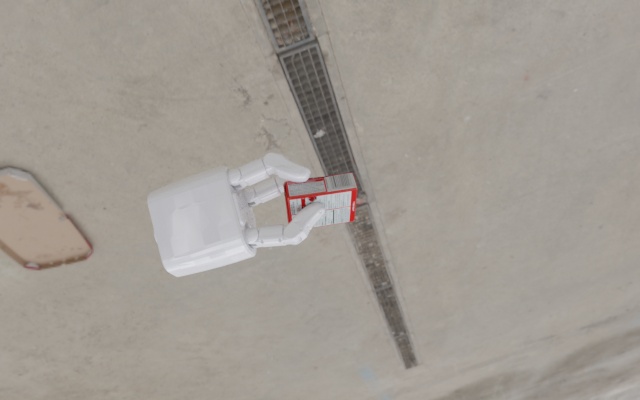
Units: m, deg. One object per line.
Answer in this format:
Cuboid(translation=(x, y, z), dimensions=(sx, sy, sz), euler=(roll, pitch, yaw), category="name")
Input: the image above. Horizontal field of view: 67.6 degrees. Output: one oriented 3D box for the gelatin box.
Cuboid(translation=(0.001, 0.002, 0.607), dimensions=(0.089, 0.030, 0.073), euler=(-8, -36, -5), category="gelatin box")
